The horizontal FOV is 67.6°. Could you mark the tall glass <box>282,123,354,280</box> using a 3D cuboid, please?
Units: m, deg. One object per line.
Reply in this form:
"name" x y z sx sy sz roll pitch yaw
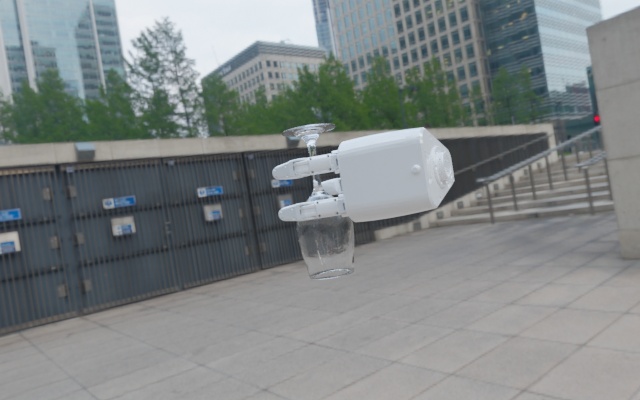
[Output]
"tall glass" 0.000 0.001 0.647 0.079 0.201 0.079 -9 0 0
